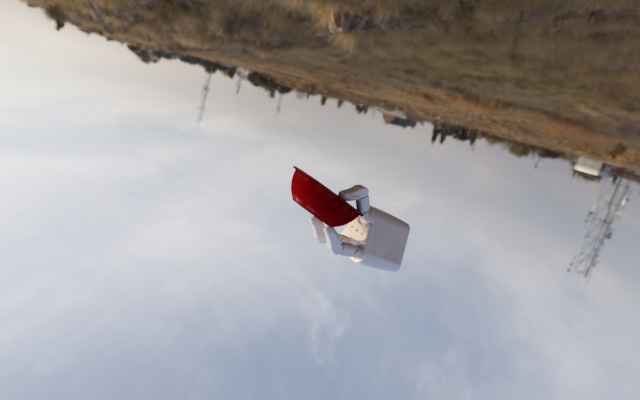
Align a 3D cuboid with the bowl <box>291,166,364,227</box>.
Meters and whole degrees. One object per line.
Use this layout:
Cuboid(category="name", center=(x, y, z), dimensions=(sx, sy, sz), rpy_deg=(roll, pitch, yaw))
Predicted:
Cuboid(category="bowl", center=(-0.001, 0.003, 0.893), dimensions=(0.162, 0.055, 0.162), rpy_deg=(36, -1, 0))
